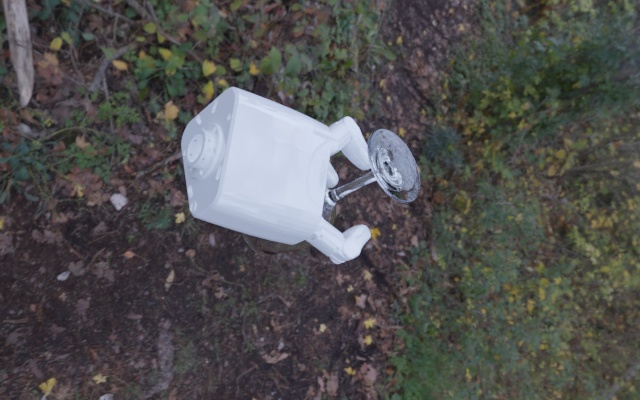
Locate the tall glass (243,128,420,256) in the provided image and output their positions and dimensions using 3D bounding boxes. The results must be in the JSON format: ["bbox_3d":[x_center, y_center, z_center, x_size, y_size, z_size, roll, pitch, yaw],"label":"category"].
[{"bbox_3d":[0.001,0.001,0.500,0.079,0.079,0.201,0,-20,-47],"label":"tall glass"}]
